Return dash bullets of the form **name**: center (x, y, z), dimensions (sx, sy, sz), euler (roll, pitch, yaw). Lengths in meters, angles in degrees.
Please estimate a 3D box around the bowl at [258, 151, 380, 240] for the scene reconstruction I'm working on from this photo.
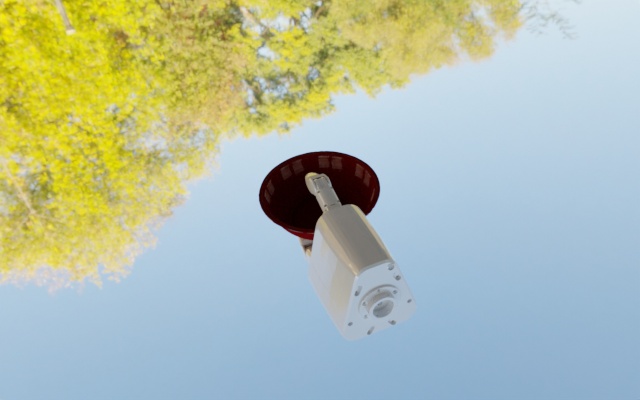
- **bowl**: center (0.000, 0.002, 0.650), dimensions (0.162, 0.055, 0.162), euler (-3, 44, 3)
